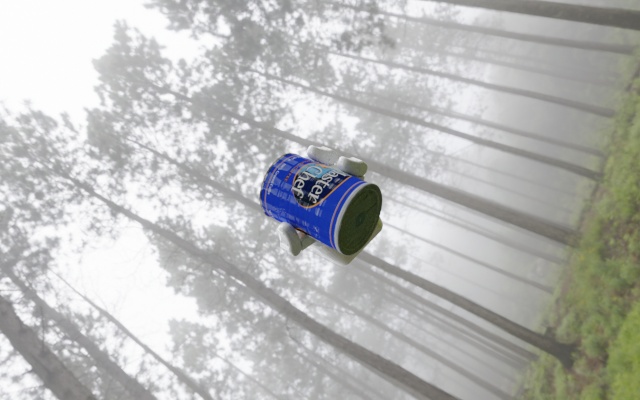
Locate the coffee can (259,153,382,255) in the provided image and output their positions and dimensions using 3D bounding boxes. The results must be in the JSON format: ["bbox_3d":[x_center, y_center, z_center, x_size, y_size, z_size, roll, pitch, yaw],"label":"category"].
[{"bbox_3d":[0.000,0.002,0.668,0.140,0.103,0.103,24,13,32],"label":"coffee can"}]
